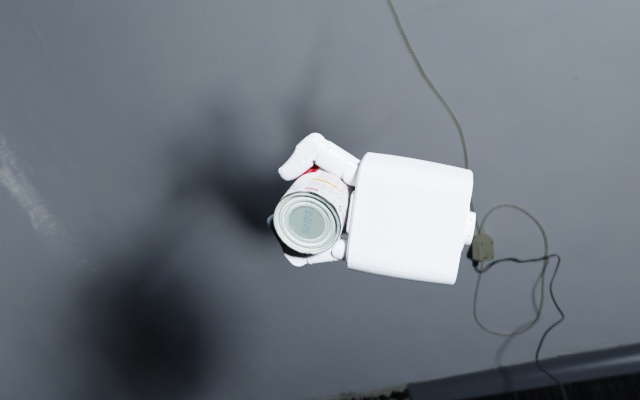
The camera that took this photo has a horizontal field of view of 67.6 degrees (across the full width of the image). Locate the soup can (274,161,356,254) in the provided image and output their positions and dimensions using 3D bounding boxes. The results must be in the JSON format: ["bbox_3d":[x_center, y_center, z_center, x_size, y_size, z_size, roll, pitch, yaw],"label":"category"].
[{"bbox_3d":[0.000,0.002,0.487,0.068,0.068,0.102,0,25,17],"label":"soup can"}]
